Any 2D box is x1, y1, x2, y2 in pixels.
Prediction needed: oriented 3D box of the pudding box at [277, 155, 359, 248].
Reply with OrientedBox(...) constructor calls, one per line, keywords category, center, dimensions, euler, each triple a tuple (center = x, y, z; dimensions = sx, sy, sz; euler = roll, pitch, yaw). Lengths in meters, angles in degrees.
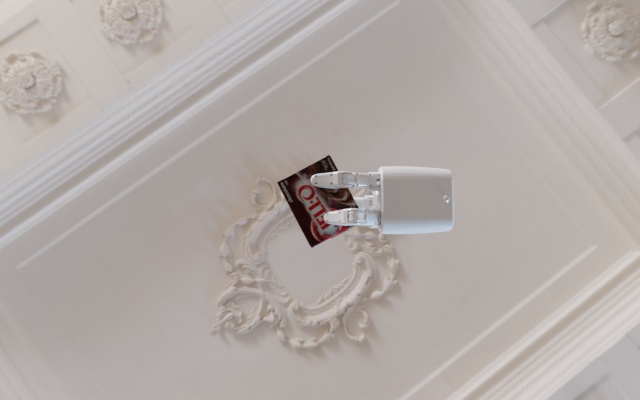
OrientedBox(category="pudding box", center=(0.000, 0.002, 0.716), dimensions=(0.090, 0.113, 0.039), euler=(-28, -6, -3))
